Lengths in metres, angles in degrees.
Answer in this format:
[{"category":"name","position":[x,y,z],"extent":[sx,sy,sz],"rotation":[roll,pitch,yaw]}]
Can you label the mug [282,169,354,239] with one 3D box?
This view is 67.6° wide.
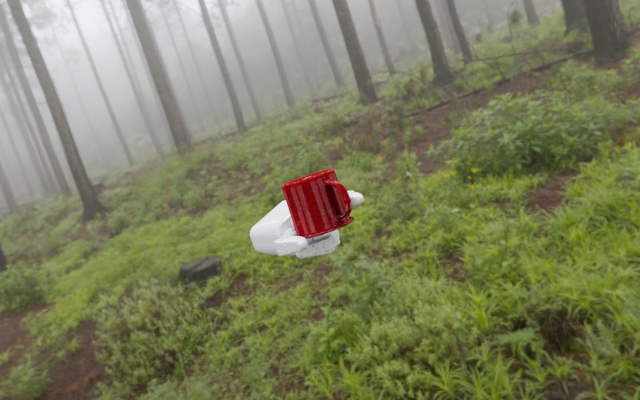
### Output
[{"category":"mug","position":[0.001,0.002,0.688],"extent":[0.093,0.081,0.117],"rotation":[-22,7,-35]}]
